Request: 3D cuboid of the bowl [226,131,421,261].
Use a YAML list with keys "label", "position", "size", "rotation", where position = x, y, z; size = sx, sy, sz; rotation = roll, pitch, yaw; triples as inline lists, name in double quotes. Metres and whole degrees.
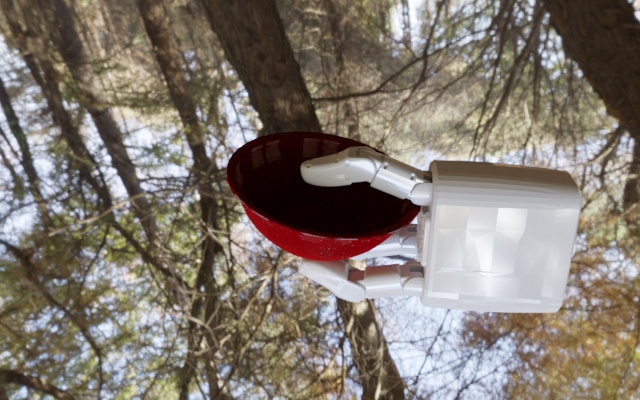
- label: "bowl"
  position: [-0.001, 0.001, 0.407]
  size: [0.162, 0.055, 0.162]
  rotation: [8, 34, -5]
